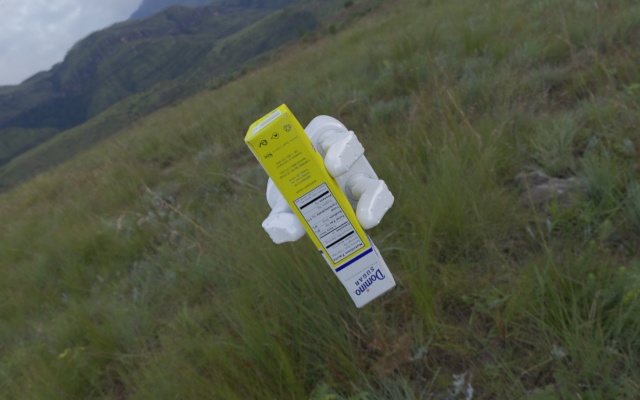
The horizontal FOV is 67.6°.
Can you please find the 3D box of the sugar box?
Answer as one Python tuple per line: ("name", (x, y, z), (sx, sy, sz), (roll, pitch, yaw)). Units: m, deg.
("sugar box", (0.000, 0.001, 0.429), (0.048, 0.176, 0.093), (-34, 16, 5))
